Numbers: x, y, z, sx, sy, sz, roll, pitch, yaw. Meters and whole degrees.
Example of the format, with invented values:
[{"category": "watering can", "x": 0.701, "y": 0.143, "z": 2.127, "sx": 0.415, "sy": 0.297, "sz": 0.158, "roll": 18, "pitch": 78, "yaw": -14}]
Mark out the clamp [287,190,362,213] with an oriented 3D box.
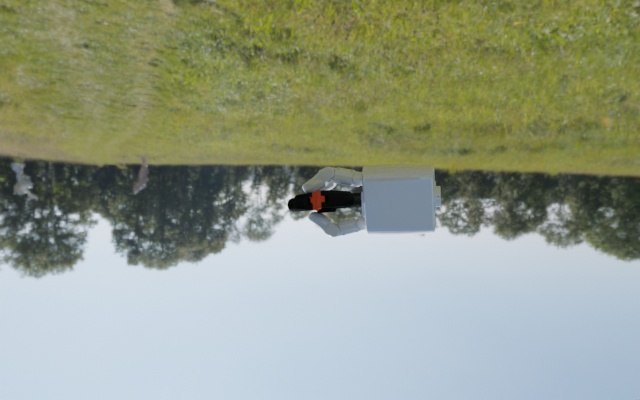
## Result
[{"category": "clamp", "x": 0.000, "y": 0.003, "z": 0.782, "sx": 0.164, "sy": 0.036, "sz": 0.210, "roll": -5, "pitch": -2, "yaw": 15}]
